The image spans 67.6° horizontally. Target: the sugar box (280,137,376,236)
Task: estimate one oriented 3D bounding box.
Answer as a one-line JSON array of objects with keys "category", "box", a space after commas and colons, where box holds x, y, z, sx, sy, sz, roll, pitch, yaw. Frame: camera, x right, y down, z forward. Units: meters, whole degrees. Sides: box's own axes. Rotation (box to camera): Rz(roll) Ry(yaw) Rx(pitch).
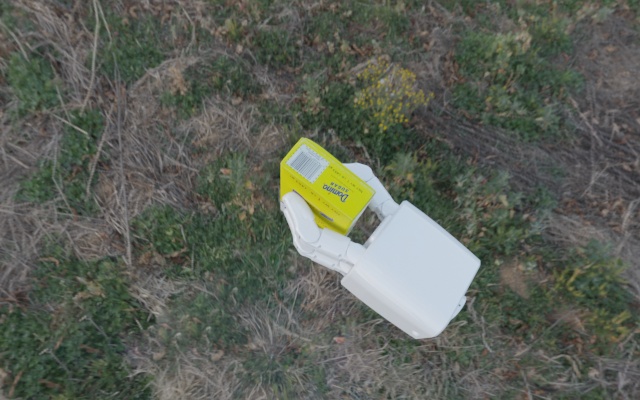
[{"category": "sugar box", "box": [0.000, 0.002, 0.544, 0.093, 0.048, 0.176, 39, -18, 7]}]
